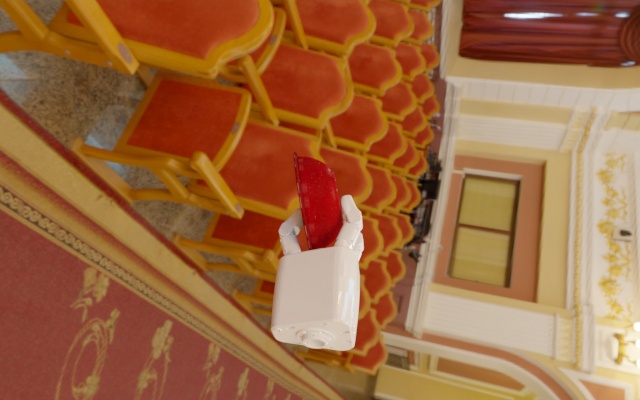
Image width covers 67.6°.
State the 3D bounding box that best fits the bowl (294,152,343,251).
[{"bbox_3d":[0.000,0.001,0.721,0.055,0.162,0.162,-10,0,1],"label":"bowl"}]
